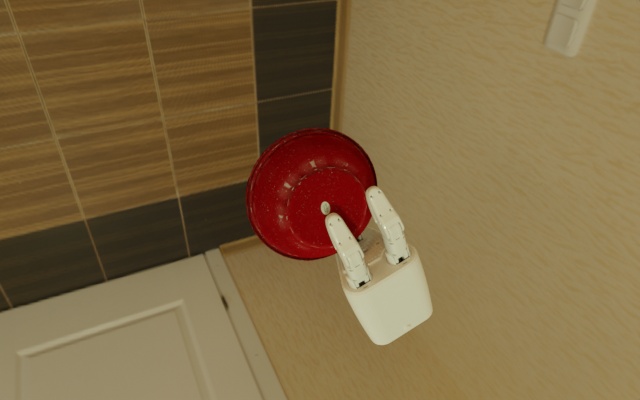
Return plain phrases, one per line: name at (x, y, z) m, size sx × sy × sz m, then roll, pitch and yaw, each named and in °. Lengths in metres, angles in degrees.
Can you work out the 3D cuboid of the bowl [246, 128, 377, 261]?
bowl at (-0.001, 0.001, 0.537) m, size 0.162 × 0.162 × 0.055 m, roll 0°, pitch 15°, yaw -18°
